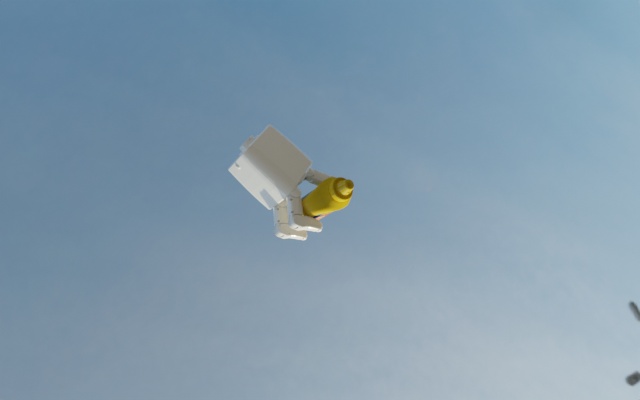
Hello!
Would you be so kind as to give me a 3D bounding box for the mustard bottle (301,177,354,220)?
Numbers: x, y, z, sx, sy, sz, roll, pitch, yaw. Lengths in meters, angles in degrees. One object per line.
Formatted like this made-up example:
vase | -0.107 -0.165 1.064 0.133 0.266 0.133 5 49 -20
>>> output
mustard bottle | 0.000 0.003 0.853 0.096 0.058 0.192 -24 -5 -35
